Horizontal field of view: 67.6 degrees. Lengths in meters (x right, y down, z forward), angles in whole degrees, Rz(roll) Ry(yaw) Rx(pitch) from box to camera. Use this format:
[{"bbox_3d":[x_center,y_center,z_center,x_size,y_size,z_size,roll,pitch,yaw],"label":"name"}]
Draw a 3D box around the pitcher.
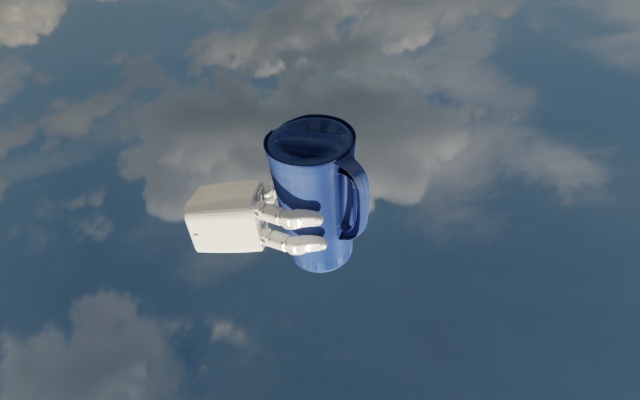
[{"bbox_3d":[0.000,0.002,0.747,0.145,0.243,0.149,-4,40,3],"label":"pitcher"}]
